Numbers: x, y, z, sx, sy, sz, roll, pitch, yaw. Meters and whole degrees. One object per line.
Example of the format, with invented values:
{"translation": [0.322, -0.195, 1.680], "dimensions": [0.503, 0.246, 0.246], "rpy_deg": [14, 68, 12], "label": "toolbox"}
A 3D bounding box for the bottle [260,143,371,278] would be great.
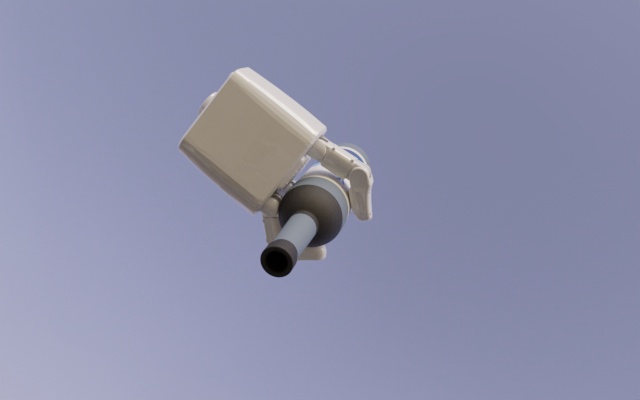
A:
{"translation": [0.000, 0.002, 0.507], "dimensions": [0.069, 0.069, 0.295], "rpy_deg": [0, 18, 14], "label": "bottle"}
